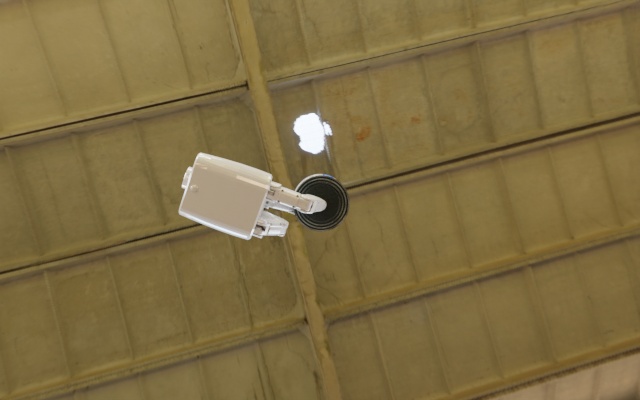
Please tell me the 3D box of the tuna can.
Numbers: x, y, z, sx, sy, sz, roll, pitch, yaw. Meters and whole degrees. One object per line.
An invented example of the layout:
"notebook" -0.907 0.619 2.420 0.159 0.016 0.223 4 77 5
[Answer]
"tuna can" 0.000 0.002 0.732 0.086 0.086 0.033 0 9 -4
